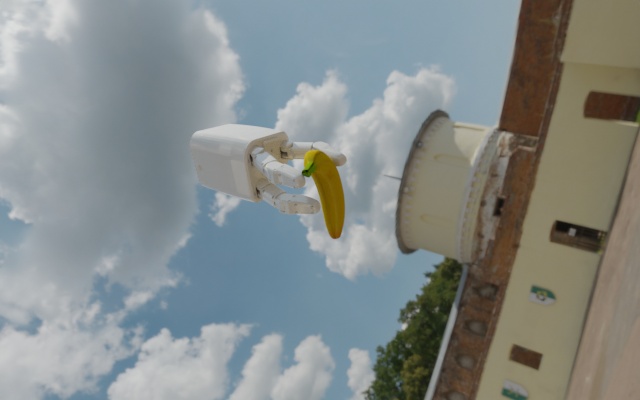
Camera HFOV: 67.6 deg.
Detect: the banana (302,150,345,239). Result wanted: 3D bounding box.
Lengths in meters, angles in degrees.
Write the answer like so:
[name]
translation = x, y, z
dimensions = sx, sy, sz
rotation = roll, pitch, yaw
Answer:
[banana]
translation = 0.006, -0.015, 0.688
dimensions = 0.037, 0.069, 0.198
rotation = 13, -25, 23
